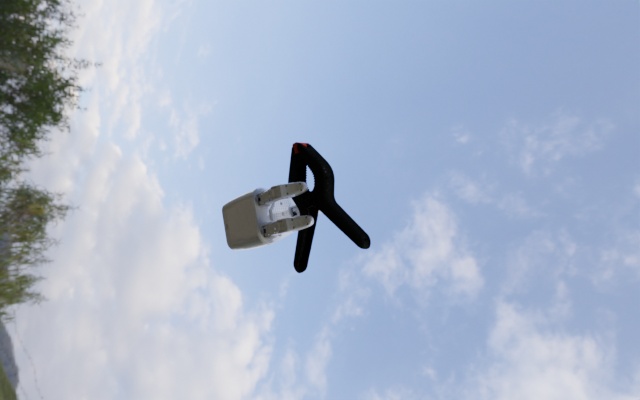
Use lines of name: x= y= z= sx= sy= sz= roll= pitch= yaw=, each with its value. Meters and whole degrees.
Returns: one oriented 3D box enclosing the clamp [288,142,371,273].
clamp: x=0.000 y=0.002 z=0.760 sx=0.164 sy=0.210 sz=0.036 roll=-17 pitch=-11 yaw=43
